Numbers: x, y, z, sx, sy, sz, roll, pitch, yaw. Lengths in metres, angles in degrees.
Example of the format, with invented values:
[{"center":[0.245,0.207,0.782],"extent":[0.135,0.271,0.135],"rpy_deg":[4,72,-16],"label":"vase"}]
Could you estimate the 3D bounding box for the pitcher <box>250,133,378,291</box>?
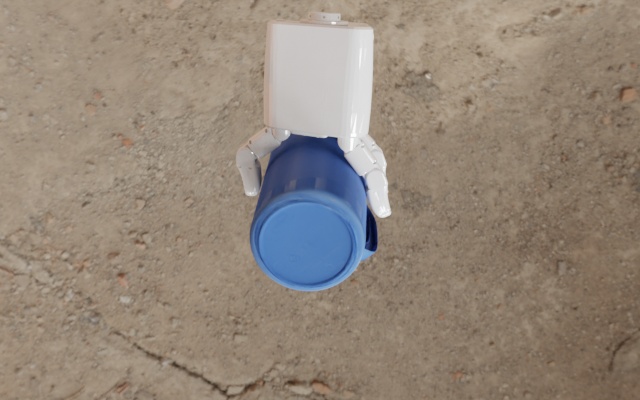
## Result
[{"center":[0.000,0.002,0.546],"extent":[0.149,0.145,0.242],"rpy_deg":[4,23,1],"label":"pitcher"}]
